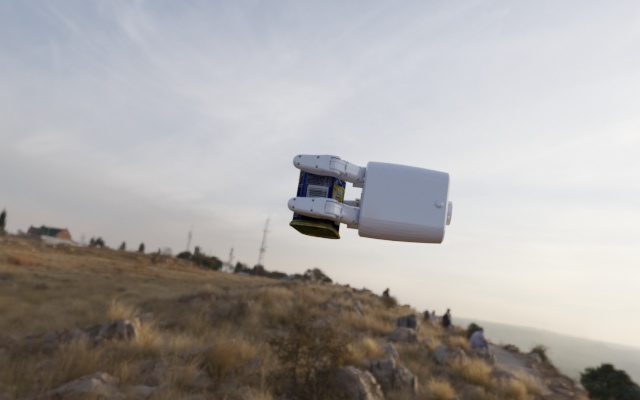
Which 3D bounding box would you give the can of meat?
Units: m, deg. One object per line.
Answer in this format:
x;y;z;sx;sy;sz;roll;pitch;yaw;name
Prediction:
0.000;0.002;0.638;0.057;0.084;0.102;7;-11;12;can of meat
